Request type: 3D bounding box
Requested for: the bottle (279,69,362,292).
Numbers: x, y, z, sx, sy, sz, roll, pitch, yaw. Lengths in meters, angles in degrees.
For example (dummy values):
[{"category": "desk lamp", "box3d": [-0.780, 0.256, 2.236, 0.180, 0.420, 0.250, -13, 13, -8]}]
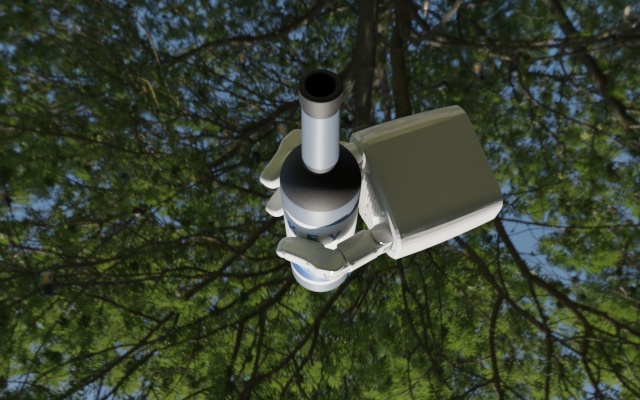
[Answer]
[{"category": "bottle", "box3d": [0.000, 0.002, 0.417, 0.069, 0.069, 0.296, 0, -29, 0]}]
